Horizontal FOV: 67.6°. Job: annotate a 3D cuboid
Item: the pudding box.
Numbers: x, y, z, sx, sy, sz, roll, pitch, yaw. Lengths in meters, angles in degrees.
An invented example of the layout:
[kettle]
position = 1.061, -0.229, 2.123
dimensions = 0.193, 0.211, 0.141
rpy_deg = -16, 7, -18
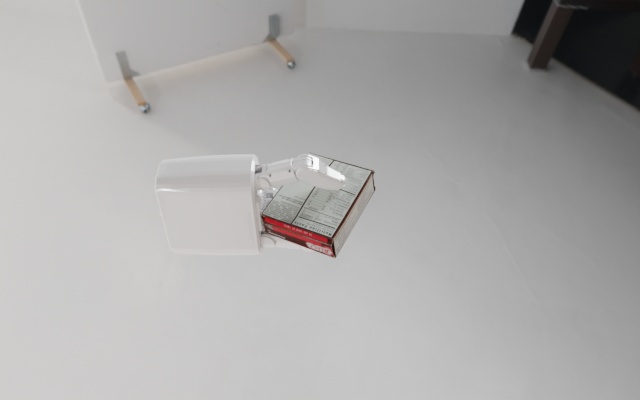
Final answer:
[pudding box]
position = 0.000, 0.002, 0.541
dimensions = 0.090, 0.113, 0.039
rpy_deg = 19, -35, 21
